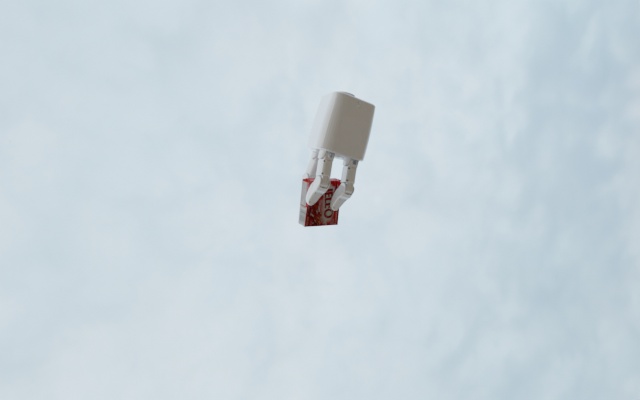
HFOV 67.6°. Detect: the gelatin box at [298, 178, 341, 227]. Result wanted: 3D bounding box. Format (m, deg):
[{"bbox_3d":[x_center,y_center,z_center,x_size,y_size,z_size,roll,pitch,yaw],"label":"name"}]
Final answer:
[{"bbox_3d":[0.000,0.003,0.892,0.073,0.089,0.030,-2,15,-31],"label":"gelatin box"}]
